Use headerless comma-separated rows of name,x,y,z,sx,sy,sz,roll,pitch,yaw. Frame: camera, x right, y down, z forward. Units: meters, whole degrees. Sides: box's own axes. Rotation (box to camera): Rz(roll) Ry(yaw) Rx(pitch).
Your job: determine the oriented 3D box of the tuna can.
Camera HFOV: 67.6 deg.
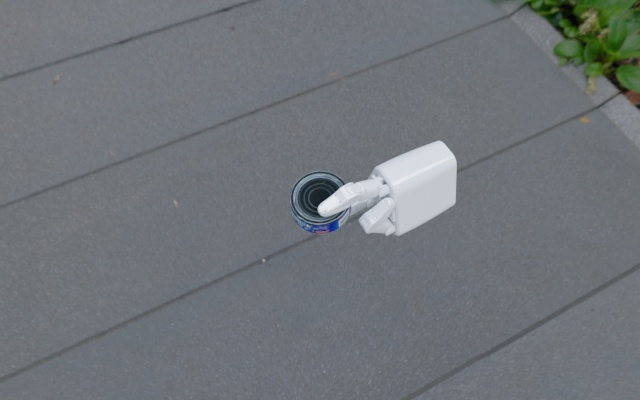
tuna can,0.000,0.002,0.665,0.086,0.086,0.034,0,-26,4
